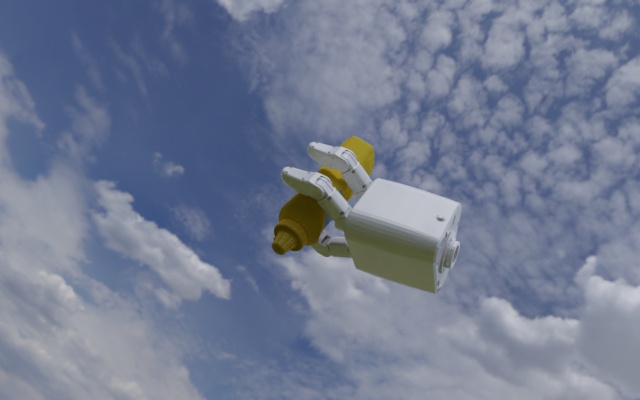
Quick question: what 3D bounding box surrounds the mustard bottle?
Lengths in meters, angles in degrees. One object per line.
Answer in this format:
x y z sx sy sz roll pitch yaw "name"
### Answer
0.000 0.002 0.605 0.058 0.096 0.191 34 49 8 "mustard bottle"
